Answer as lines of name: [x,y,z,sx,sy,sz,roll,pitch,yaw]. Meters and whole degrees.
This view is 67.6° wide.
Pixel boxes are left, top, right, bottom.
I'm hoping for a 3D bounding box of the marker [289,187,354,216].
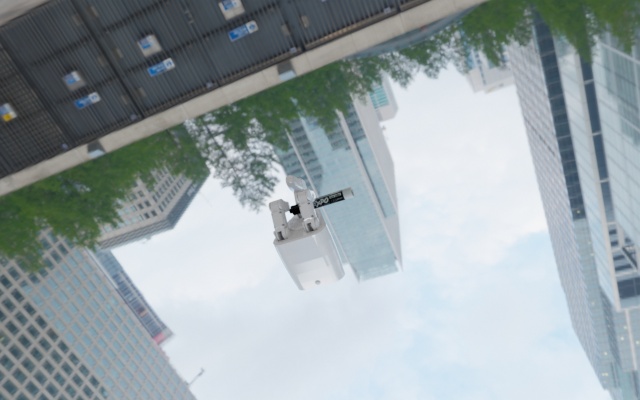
marker: [0.000,0.003,0.842,0.121,0.020,0.020,-17,-5,16]
